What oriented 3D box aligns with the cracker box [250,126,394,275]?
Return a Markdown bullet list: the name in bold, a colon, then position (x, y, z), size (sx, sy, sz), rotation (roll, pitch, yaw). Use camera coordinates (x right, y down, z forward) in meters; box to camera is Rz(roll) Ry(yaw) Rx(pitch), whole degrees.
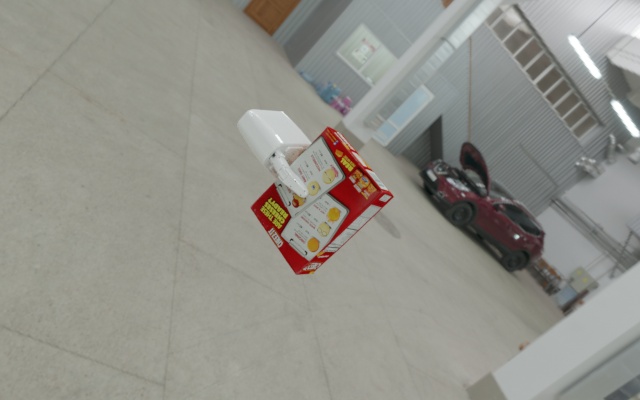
- **cracker box**: position (0.000, 0.003, 0.854), size (0.214, 0.164, 0.072), rotation (-45, -26, 16)
